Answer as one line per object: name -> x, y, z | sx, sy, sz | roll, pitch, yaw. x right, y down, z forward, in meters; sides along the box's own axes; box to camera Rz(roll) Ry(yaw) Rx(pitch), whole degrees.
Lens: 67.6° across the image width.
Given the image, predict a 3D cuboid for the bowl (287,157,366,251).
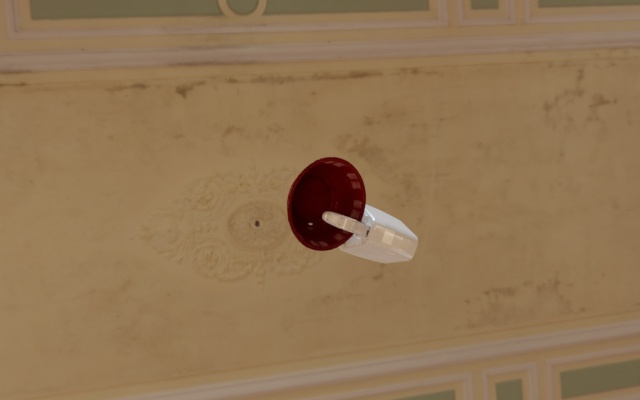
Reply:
bowl -> -0.001, 0.002, 0.824 | 0.162, 0.162, 0.055 | 0, 10, -35
